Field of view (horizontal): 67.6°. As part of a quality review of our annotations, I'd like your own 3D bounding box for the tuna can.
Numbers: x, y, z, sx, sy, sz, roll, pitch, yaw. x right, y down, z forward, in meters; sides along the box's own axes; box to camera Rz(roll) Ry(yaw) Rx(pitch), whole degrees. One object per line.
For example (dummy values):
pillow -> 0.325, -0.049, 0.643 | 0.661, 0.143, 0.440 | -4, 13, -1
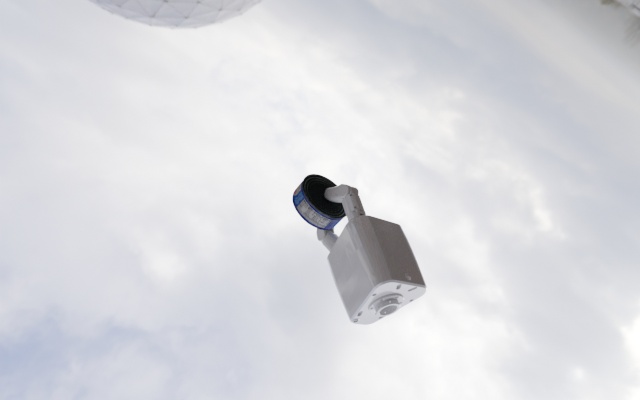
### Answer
tuna can -> 0.000, 0.003, 0.731 | 0.086, 0.086, 0.034 | 0, -37, -44
